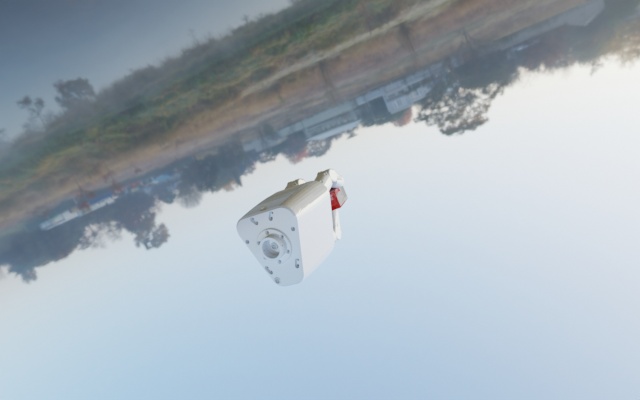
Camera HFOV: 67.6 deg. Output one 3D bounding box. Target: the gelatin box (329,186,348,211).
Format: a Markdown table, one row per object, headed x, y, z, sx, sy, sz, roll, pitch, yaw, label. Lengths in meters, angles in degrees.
| x | y | z | sx | sy | sz | roll | pitch | yaw | label |
| --- | --- | --- | --- | --- | --- | --- | --- | --- | --- |
| 0.000 | 0.003 | 0.762 | 0.073 | 0.030 | 0.089 | -19 | 6 | 14 | gelatin box |
